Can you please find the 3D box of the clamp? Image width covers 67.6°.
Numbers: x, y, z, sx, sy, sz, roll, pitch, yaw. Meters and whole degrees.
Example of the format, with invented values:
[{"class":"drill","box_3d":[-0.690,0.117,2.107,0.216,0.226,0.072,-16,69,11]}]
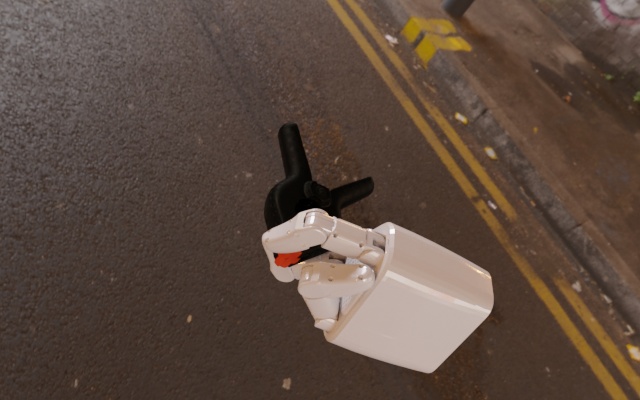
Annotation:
[{"class":"clamp","box_3d":[0.000,0.001,0.468,0.120,0.171,0.039,24,-45,-14]}]
